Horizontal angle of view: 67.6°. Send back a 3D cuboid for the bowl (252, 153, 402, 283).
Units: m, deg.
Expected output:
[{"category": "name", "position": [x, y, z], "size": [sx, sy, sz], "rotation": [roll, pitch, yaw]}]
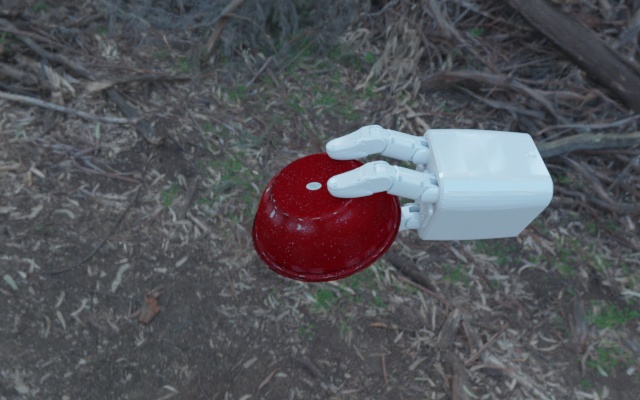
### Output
[{"category": "bowl", "position": [-0.001, 0.002, 0.490], "size": [0.162, 0.162, 0.055], "rotation": [0, -42, 15]}]
